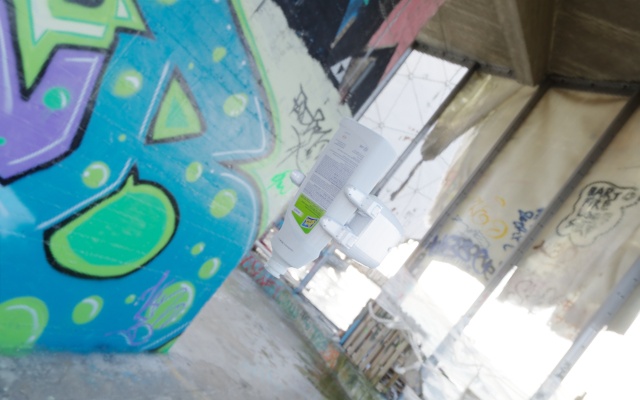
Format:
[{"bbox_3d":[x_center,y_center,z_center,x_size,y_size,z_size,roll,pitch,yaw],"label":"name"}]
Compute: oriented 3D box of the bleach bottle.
[{"bbox_3d":[0.000,0.002,0.706,0.102,0.251,0.068,37,-1,40],"label":"bleach bottle"}]
